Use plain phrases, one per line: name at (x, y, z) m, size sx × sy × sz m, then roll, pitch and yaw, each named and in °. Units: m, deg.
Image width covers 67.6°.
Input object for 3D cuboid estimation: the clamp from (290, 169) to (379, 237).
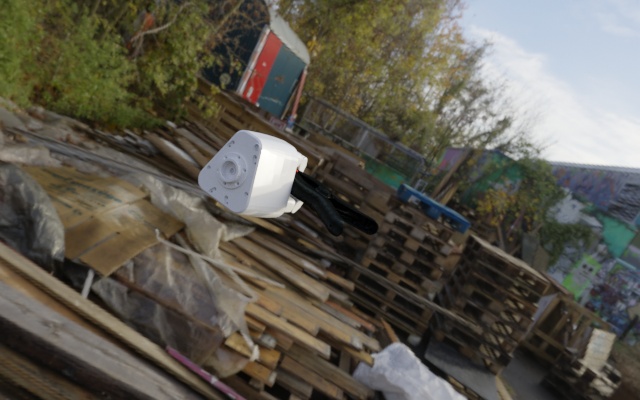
clamp at (0.000, 0.002, 0.719) m, size 0.171 × 0.039 × 0.120 m, roll 34°, pitch 11°, yaw 21°
